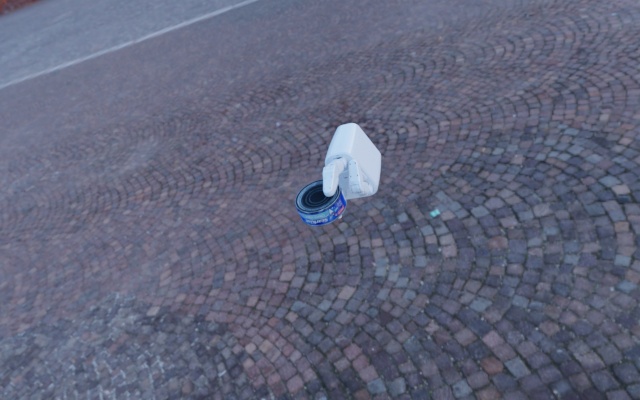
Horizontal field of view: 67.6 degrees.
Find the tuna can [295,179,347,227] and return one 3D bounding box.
[{"bbox_3d":[0.000,0.002,0.824,0.086,0.034,0.086,-14,40,12],"label":"tuna can"}]
